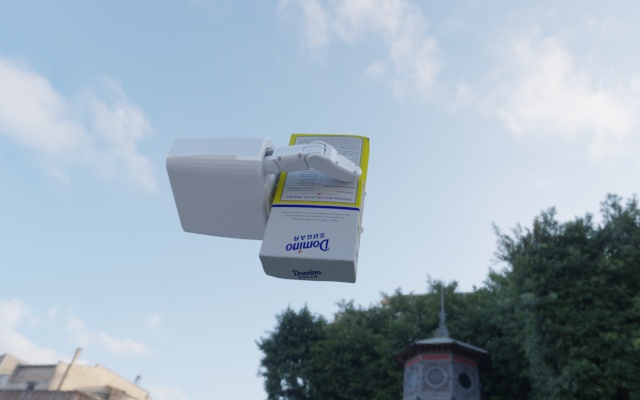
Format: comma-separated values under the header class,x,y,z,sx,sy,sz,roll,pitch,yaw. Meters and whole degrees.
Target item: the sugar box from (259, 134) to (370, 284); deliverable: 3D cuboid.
class,x,y,z,sx,sy,sz,roll,pitch,yaw
sugar box,0.000,0.002,0.508,0.093,0.176,0.048,3,-39,10
